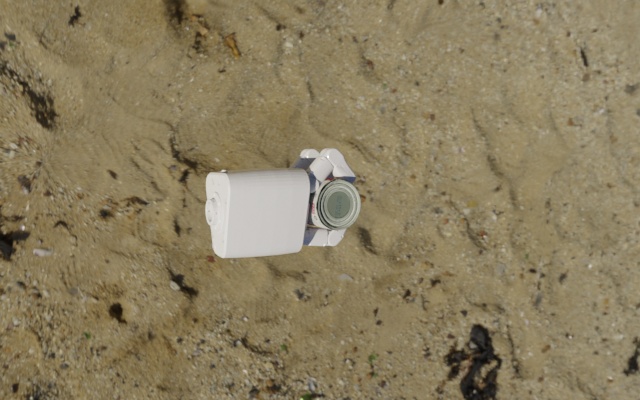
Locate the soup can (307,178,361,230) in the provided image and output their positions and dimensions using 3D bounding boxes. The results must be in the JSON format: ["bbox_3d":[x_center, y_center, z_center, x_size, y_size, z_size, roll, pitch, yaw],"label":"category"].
[{"bbox_3d":[0.001,0.002,0.650,0.068,0.068,0.102,0,4,-30],"label":"soup can"}]
